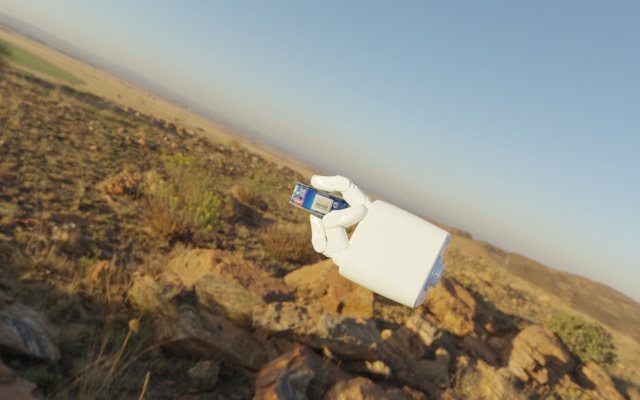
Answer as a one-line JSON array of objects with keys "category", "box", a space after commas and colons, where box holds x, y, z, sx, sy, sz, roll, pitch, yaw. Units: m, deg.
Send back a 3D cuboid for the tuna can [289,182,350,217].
[{"category": "tuna can", "box": [0.000, 0.002, 0.699, 0.086, 0.034, 0.086, 20, 3, -1]}]
